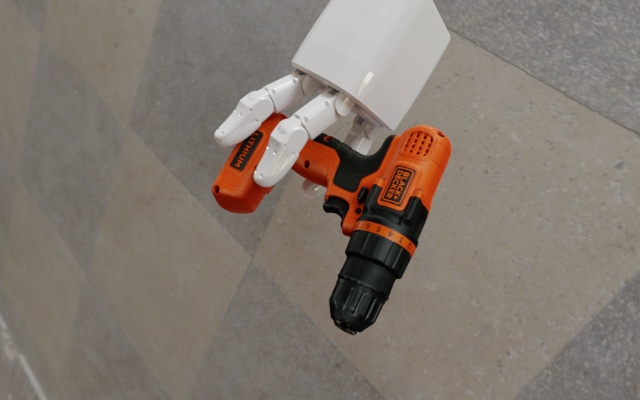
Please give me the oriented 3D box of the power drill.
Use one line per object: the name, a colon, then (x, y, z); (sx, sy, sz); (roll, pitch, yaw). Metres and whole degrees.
power drill: (0.000, 0.001, 0.420); (0.187, 0.184, 0.057); (20, -19, 24)
